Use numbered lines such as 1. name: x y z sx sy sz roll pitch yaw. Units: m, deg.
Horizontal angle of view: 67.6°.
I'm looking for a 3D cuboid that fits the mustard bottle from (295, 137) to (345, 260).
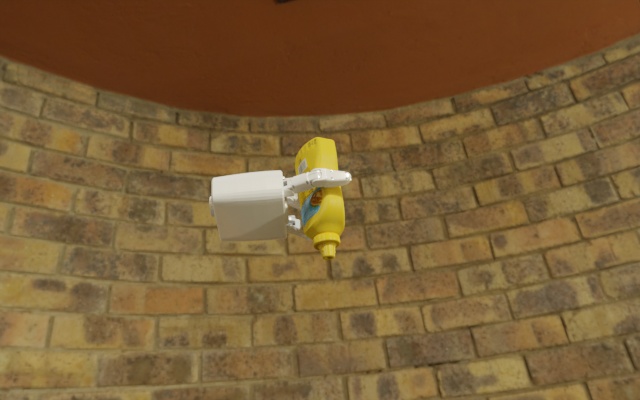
1. mustard bottle: 0.000 0.002 0.752 0.058 0.191 0.096 8 -33 -26
